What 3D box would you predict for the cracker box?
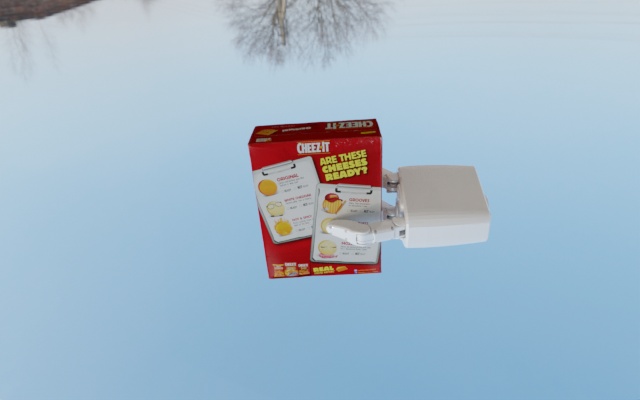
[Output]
[{"bbox_3d":[0.000,0.002,0.650,0.164,0.214,0.072,-3,31,2],"label":"cracker box"}]
